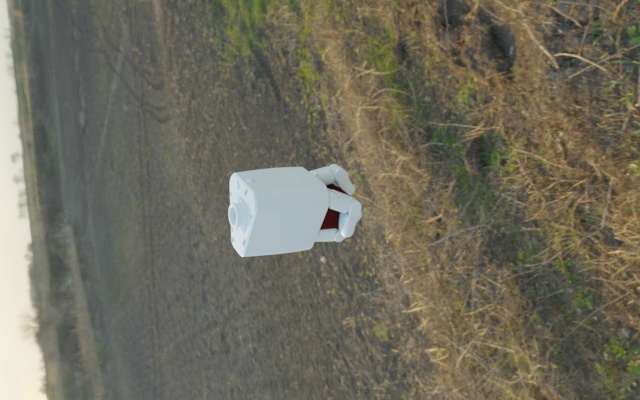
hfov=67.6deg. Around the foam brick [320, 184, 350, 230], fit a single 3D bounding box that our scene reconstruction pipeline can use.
[{"bbox_3d":[0.000,0.002,0.710,0.051,0.053,0.078,-4,26,-31],"label":"foam brick"}]
